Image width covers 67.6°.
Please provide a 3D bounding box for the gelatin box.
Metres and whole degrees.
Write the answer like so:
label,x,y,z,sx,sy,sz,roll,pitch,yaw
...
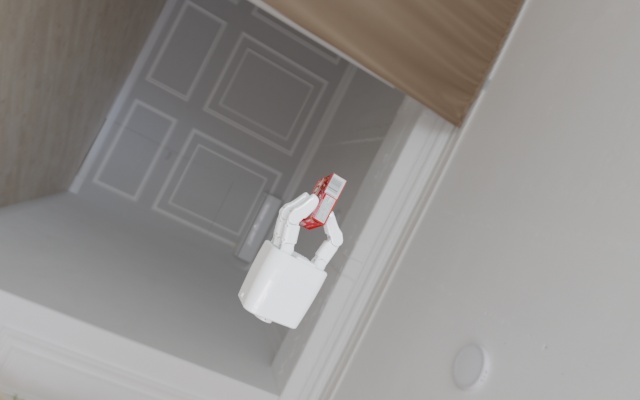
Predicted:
label,x,y,z,sx,sy,sz,roll,pitch,yaw
gelatin box,0.001,0.003,0.798,0.030,0.089,0.073,32,-17,-14
